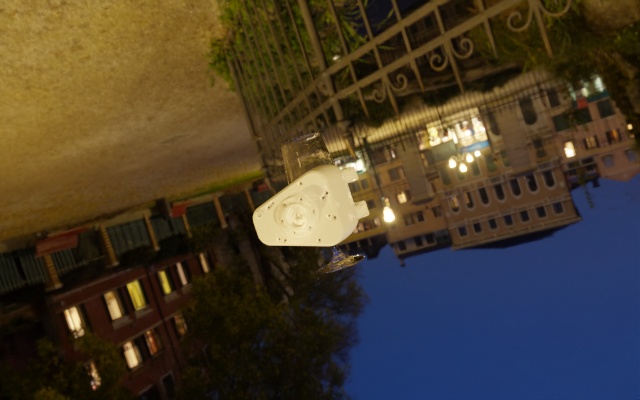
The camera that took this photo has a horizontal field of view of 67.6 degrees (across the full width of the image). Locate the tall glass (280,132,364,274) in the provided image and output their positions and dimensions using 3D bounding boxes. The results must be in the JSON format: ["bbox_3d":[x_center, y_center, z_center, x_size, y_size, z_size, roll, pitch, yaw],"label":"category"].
[{"bbox_3d":[0.000,0.003,0.716,0.079,0.201,0.079,-18,2,1],"label":"tall glass"}]
